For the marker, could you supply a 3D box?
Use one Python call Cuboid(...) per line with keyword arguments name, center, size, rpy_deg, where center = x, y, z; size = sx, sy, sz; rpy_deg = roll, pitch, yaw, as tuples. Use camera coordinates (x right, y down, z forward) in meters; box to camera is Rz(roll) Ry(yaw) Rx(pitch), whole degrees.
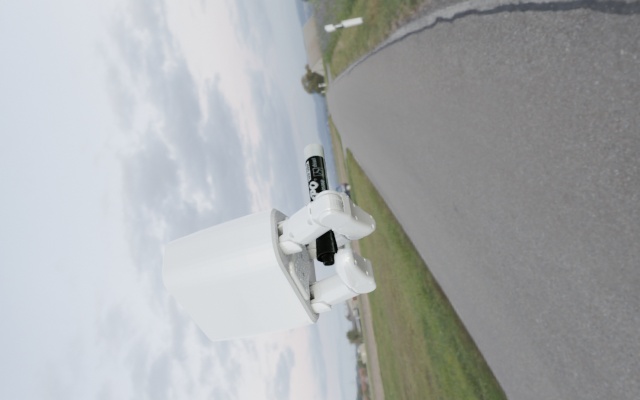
Cuboid(name="marker", center=(0.000, 0.001, 0.411), size=(0.020, 0.121, 0.020), rpy_deg=(-5, -35, -4))
